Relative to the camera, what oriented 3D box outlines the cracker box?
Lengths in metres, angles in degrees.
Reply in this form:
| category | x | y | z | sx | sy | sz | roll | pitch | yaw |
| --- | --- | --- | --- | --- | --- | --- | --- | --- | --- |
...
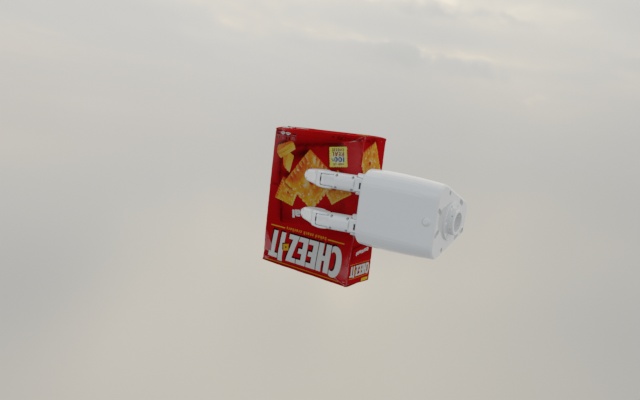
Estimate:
| category | x | y | z | sx | sy | sz | roll | pitch | yaw |
| --- | --- | --- | --- | --- | --- | --- | --- | --- | --- |
| cracker box | 0.000 | 0.002 | 0.715 | 0.164 | 0.214 | 0.072 | 13 | 10 | 35 |
